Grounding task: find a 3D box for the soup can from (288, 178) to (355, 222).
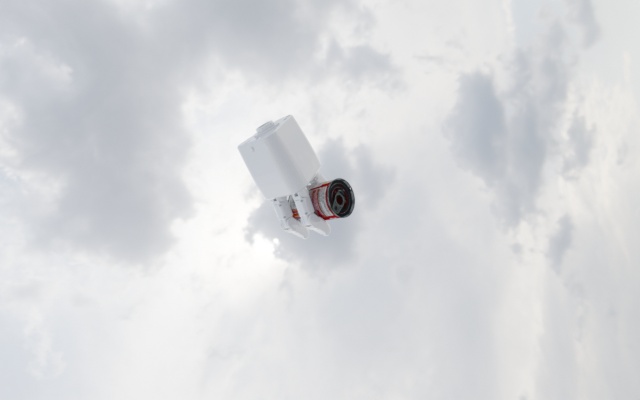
[{"bbox_3d":[0.000,0.003,0.836,0.102,0.068,0.068,-11,-8,43],"label":"soup can"}]
